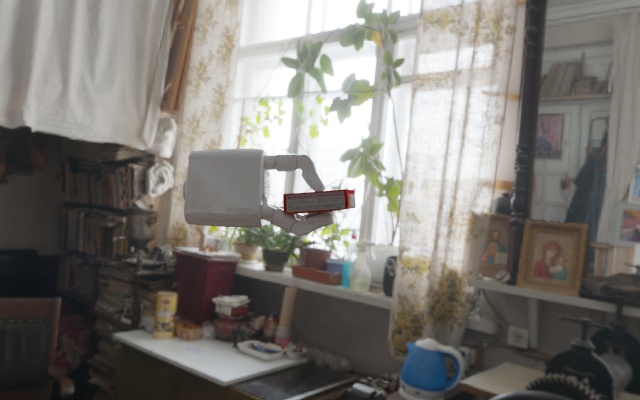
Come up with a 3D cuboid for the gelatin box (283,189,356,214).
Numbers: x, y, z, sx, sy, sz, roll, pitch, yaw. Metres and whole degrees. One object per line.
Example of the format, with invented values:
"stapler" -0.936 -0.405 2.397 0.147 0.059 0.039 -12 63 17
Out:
"gelatin box" 0.000 0.002 0.664 0.089 0.030 0.073 -5 -1 13
